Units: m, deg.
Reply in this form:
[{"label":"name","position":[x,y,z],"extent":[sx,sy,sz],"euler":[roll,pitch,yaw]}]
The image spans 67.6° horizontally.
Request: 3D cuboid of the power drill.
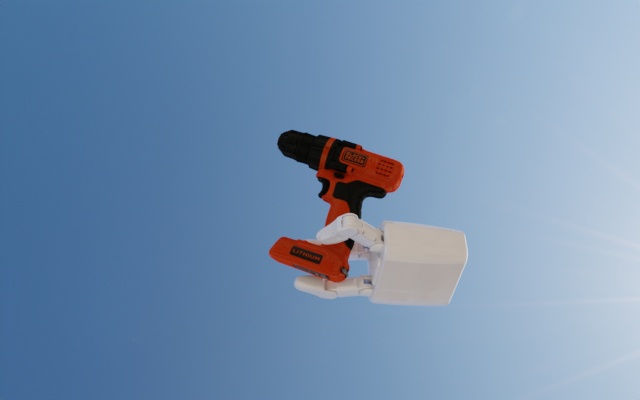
[{"label":"power drill","position":[0.000,0.003,0.644],"extent":[0.184,0.187,0.057],"euler":[18,-14,15]}]
